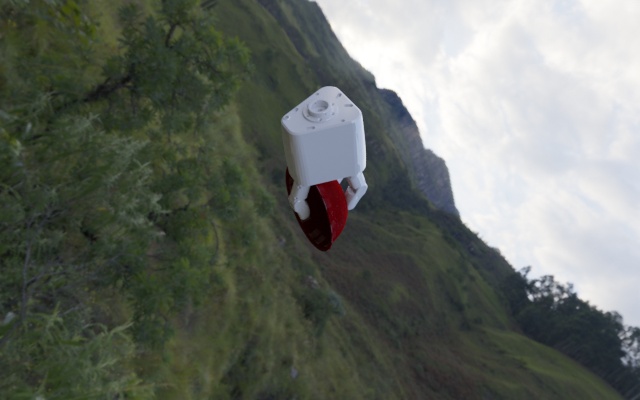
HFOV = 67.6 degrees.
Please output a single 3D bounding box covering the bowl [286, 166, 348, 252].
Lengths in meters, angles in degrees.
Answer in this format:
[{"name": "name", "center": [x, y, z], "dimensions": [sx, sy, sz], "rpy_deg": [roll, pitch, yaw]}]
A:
[{"name": "bowl", "center": [0.000, 0.003, 0.814], "dimensions": [0.055, 0.162, 0.162], "rpy_deg": [-22, 8, -21]}]
